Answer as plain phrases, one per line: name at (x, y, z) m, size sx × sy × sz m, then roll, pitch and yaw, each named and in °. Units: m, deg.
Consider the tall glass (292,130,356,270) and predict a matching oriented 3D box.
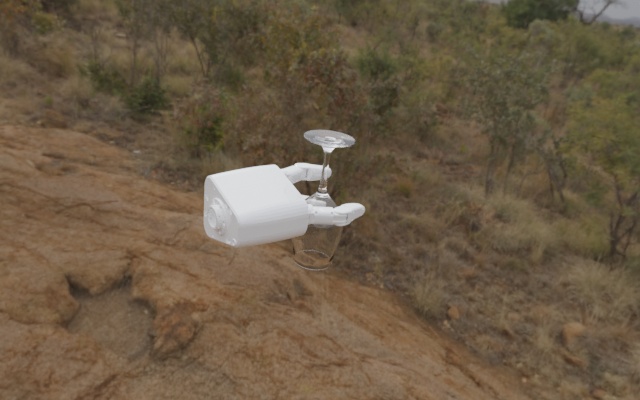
tall glass at (0.000, 0.002, 0.709) m, size 0.079 × 0.201 × 0.079 m, roll 6°, pitch 23°, yaw -3°
